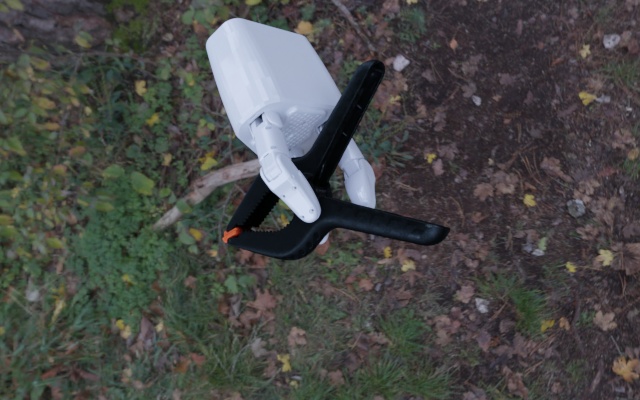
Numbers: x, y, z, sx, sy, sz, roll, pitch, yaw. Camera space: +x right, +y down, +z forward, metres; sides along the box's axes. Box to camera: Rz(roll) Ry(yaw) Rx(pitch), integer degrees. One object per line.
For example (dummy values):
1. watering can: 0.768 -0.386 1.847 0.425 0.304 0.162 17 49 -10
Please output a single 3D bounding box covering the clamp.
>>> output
1. clamp: -0.001 0.001 0.412 0.210 0.164 0.036 -35 -28 24
